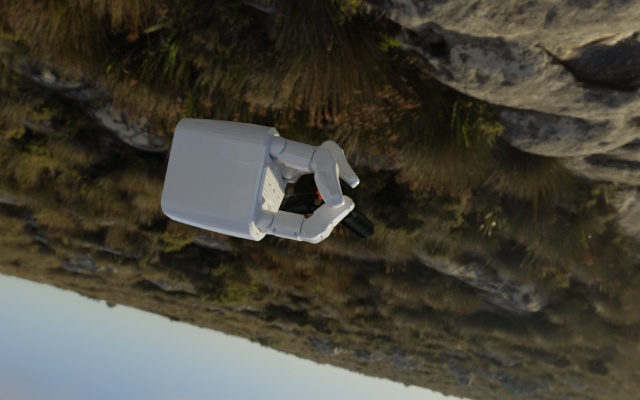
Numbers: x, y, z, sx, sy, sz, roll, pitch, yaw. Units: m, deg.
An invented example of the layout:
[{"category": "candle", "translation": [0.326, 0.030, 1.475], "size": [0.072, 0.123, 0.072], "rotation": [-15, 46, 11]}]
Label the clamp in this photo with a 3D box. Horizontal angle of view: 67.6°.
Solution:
[{"category": "clamp", "translation": [0.000, 0.002, 0.564], "size": [0.120, 0.039, 0.171], "rotation": [10, -18, 14]}]
